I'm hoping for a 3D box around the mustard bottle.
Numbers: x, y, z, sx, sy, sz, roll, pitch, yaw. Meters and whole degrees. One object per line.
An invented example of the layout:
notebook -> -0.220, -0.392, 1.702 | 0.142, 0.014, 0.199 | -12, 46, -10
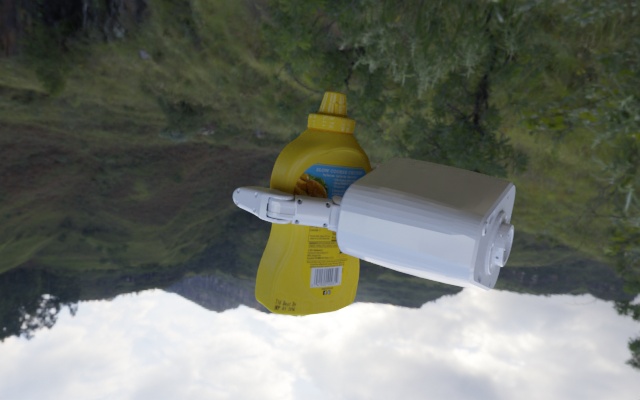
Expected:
mustard bottle -> 0.000, 0.002, 0.423 | 0.096, 0.191, 0.058 | 2, 10, -34
